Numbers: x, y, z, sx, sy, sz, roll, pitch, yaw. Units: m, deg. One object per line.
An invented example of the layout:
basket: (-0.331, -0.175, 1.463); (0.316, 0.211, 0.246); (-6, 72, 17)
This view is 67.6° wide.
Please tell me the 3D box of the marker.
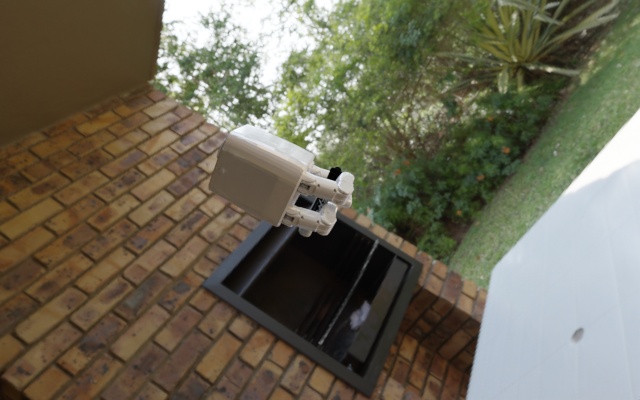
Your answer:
marker: (0.000, 0.002, 0.673); (0.020, 0.121, 0.020); (19, 33, -13)
